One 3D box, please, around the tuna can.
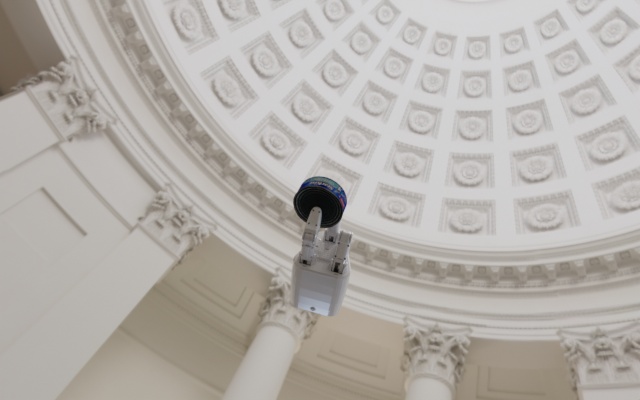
[{"bbox_3d":[0.000,0.002,0.792,0.086,0.086,0.033,0,36,21],"label":"tuna can"}]
